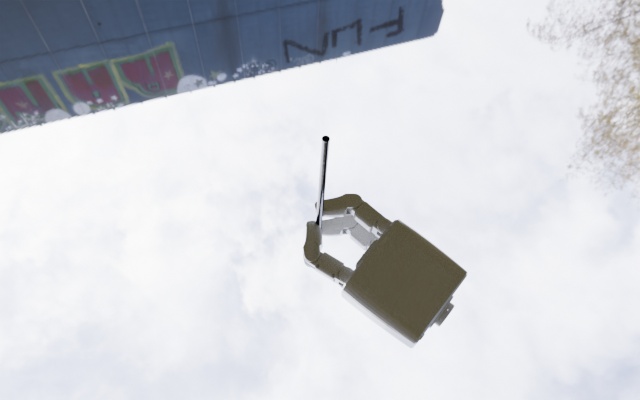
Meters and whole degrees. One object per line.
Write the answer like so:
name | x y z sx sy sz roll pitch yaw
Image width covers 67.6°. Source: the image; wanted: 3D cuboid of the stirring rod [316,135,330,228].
stirring rod | 0.000 0.002 0.565 0.011 0.011 0.240 0 -31 -3
